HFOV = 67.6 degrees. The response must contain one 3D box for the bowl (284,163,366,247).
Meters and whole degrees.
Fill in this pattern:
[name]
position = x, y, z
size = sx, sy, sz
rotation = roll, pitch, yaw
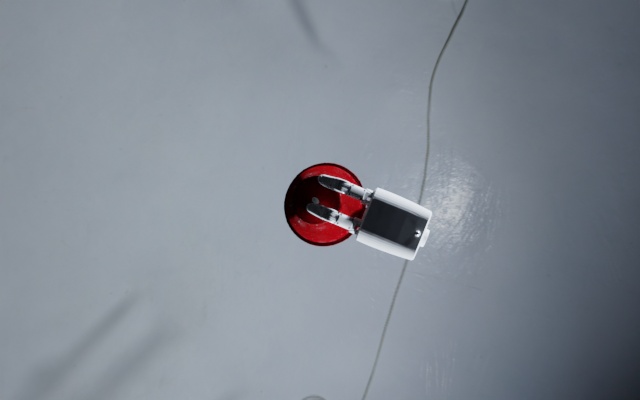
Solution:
[bowl]
position = -0.001, 0.003, 0.882
size = 0.162, 0.162, 0.055
rotation = 0, -9, 16
